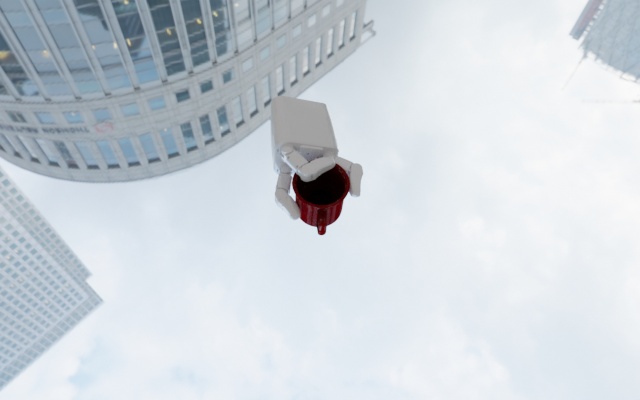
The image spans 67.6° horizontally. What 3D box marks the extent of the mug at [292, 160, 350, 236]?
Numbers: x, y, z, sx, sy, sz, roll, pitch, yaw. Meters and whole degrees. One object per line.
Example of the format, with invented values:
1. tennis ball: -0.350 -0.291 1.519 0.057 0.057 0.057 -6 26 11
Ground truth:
1. mug: 0.000 0.004 0.786 0.093 0.117 0.081 -4 -31 -6
